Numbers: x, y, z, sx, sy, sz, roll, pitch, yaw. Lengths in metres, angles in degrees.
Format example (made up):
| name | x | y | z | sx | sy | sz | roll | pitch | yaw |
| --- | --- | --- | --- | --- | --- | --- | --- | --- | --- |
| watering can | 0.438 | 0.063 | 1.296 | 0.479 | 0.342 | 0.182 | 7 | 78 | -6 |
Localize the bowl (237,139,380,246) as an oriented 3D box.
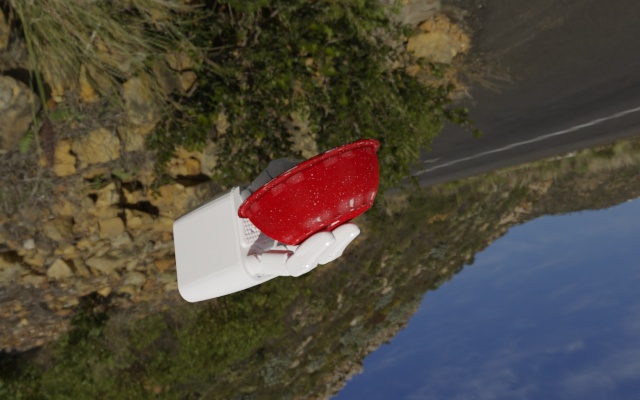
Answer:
| name | x | y | z | sx | sy | sz | roll | pitch | yaw |
| --- | --- | --- | --- | --- | --- | --- | --- | --- | --- |
| bowl | 0.001 | 0.001 | 0.484 | 0.162 | 0.055 | 0.162 | -27 | -9 | -5 |
